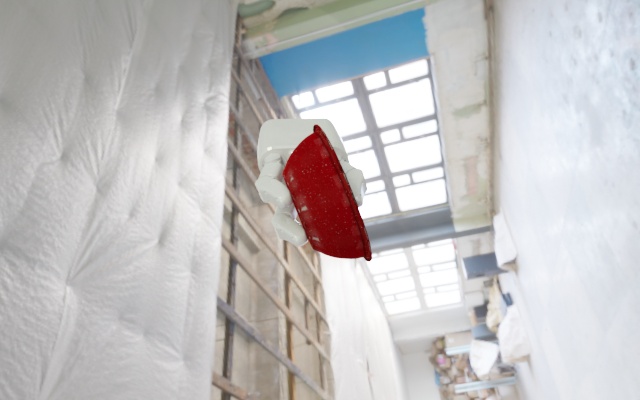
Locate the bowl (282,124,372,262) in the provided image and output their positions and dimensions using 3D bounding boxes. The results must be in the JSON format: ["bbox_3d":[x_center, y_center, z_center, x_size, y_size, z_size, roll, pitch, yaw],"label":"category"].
[{"bbox_3d":[0.000,0.002,0.522,0.055,0.162,0.162,-22,2,-4],"label":"bowl"}]
